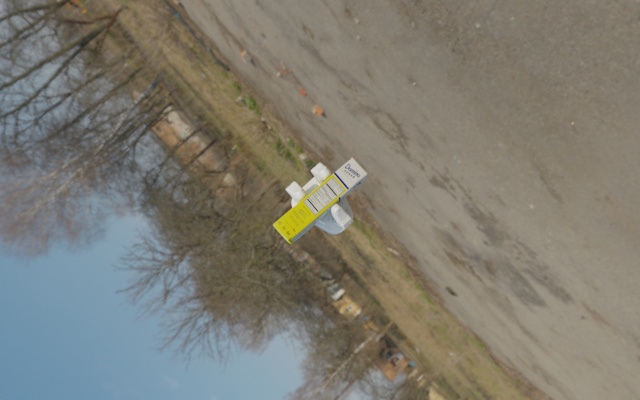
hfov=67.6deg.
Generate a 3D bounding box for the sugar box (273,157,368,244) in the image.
[{"bbox_3d":[0.000,0.002,0.829,0.176,0.048,0.093,-43,-5,-5],"label":"sugar box"}]
